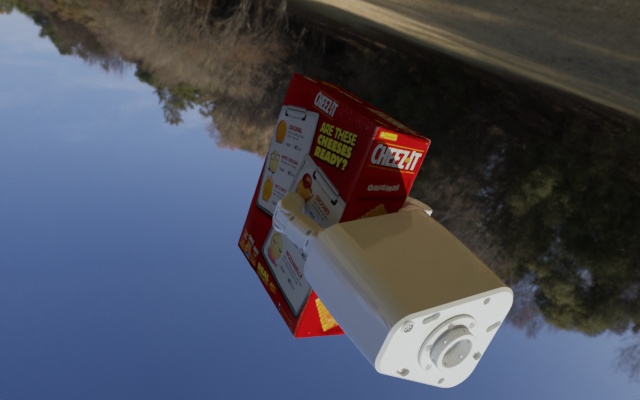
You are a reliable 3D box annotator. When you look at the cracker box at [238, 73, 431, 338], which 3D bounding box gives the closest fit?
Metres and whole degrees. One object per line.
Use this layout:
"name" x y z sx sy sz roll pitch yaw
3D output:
"cracker box" 0.000 0.002 0.484 0.072 0.214 0.164 7 24 -34
